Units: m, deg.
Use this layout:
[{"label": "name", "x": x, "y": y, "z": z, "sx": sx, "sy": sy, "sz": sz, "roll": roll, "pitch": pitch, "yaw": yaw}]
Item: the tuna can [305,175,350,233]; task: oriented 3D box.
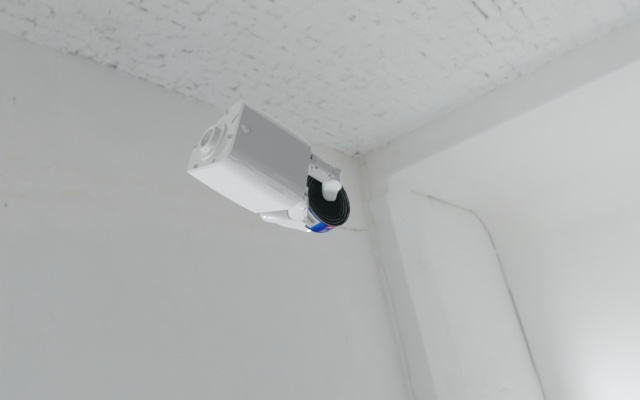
[{"label": "tuna can", "x": 0.000, "y": 0.002, "z": 0.678, "sx": 0.086, "sy": 0.086, "sz": 0.034, "roll": 0, "pitch": -23, "yaw": -46}]
